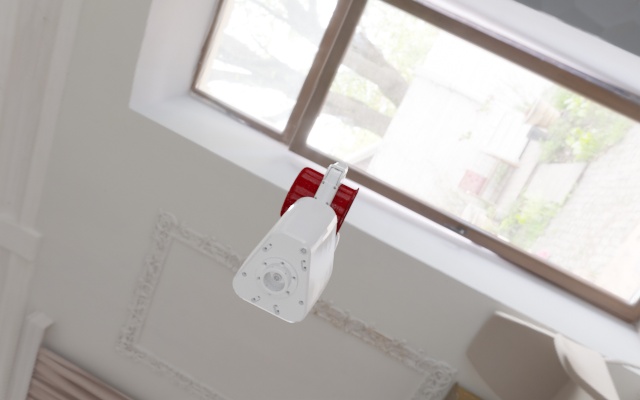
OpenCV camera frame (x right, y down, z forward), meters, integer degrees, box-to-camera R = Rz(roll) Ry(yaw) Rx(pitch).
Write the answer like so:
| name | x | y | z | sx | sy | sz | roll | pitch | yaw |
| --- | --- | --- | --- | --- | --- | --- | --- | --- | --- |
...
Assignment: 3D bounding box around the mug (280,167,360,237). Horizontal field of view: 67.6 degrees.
| name | x | y | z | sx | sy | sz | roll | pitch | yaw |
| --- | --- | --- | --- | --- | --- | --- | --- | --- | --- |
| mug | 0.000 | 0.002 | 0.668 | 0.081 | 0.093 | 0.117 | 27 | 22 | 5 |
